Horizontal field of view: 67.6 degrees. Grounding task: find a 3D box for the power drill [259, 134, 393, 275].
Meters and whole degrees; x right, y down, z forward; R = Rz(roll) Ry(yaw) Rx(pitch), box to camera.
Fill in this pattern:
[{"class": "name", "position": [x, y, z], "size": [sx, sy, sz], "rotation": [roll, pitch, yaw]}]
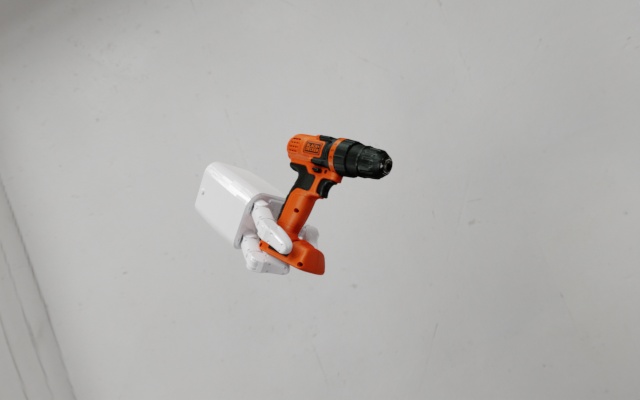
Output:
[{"class": "power drill", "position": [0.000, 0.002, 0.654], "size": [0.057, 0.187, 0.184], "rotation": [25, -5, -43]}]
